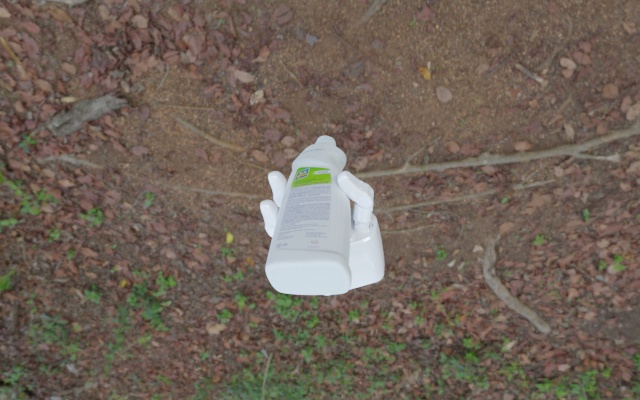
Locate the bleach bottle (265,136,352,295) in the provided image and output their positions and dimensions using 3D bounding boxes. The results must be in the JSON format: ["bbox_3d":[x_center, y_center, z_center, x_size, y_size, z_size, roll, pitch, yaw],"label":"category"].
[{"bbox_3d":[0.000,0.002,0.632,0.102,0.250,0.068,-3,-45,14],"label":"bleach bottle"}]
